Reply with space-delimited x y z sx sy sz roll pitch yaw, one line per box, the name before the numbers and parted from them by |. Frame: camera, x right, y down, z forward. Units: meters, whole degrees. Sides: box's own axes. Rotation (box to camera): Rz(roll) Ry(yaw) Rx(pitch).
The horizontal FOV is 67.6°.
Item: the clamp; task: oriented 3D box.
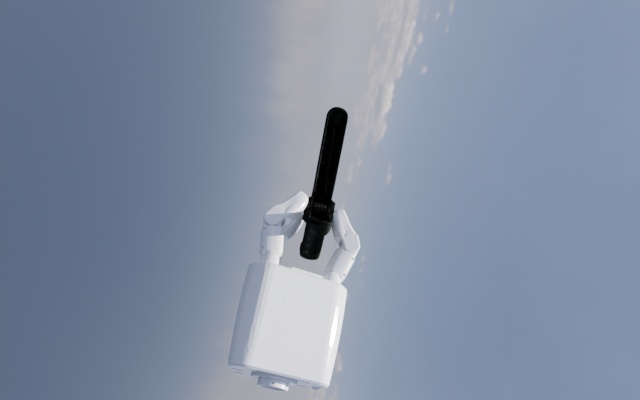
clamp | 0.001 0.003 0.579 0.036 0.164 0.210 12 -27 -1
